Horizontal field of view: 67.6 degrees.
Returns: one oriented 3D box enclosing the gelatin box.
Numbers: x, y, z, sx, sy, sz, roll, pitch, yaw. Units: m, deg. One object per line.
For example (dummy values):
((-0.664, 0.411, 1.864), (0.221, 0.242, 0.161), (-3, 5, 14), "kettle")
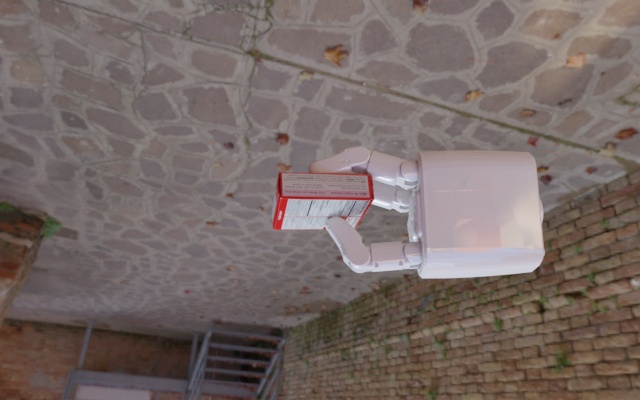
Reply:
((0.000, 0.002, 0.462), (0.089, 0.030, 0.073), (0, -26, -11), "gelatin box")
